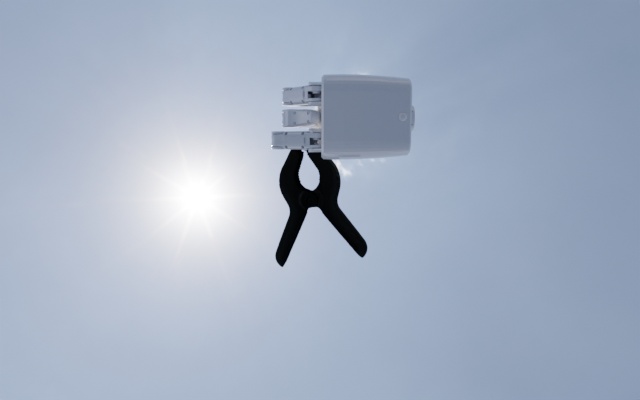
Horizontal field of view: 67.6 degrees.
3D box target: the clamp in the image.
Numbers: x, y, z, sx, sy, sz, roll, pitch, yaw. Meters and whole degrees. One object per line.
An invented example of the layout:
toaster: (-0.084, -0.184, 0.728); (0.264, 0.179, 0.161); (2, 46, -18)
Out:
clamp: (0.000, 0.003, 0.612); (0.120, 0.171, 0.039); (0, 10, 2)
